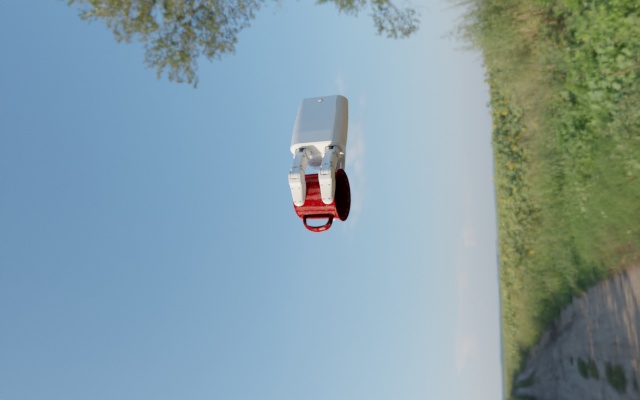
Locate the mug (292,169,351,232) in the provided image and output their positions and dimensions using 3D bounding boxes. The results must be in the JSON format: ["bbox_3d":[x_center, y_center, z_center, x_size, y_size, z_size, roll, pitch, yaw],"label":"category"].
[{"bbox_3d":[0.000,0.004,0.840,0.081,0.117,0.093,-3,-29,21],"label":"mug"}]
